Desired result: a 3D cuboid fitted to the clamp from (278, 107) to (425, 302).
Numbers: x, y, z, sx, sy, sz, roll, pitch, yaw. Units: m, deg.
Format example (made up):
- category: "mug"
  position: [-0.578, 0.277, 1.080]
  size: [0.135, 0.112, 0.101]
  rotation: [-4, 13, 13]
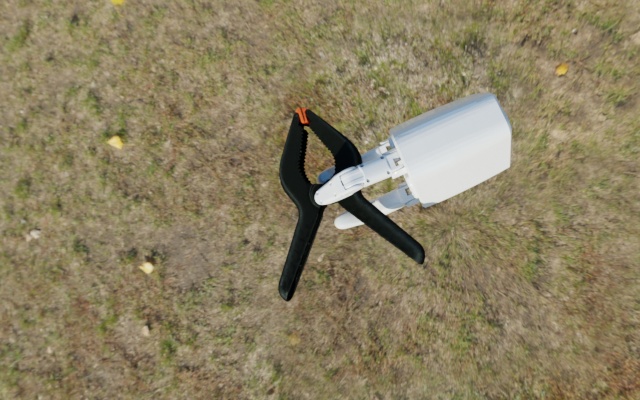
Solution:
- category: "clamp"
  position: [0.000, 0.001, 0.529]
  size: [0.164, 0.210, 0.036]
  rotation: [-24, -9, 9]
